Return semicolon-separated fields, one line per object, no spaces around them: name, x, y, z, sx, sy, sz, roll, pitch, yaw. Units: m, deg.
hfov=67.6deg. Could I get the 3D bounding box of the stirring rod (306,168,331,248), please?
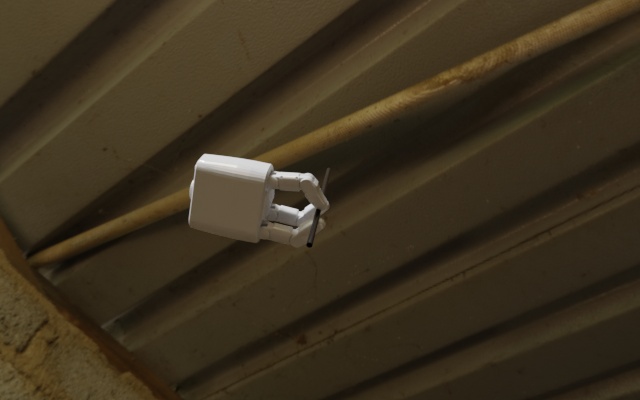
stirring rod;0.000;0.002;0.727;0.011;0.011;0.239;0;28;8
